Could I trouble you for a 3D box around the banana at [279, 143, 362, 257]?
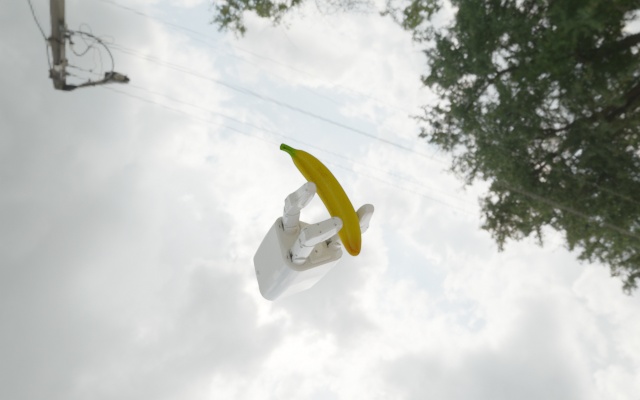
[{"bbox_3d":[0.010,-0.004,0.704,0.069,0.197,0.037,-18,-23,-48],"label":"banana"}]
